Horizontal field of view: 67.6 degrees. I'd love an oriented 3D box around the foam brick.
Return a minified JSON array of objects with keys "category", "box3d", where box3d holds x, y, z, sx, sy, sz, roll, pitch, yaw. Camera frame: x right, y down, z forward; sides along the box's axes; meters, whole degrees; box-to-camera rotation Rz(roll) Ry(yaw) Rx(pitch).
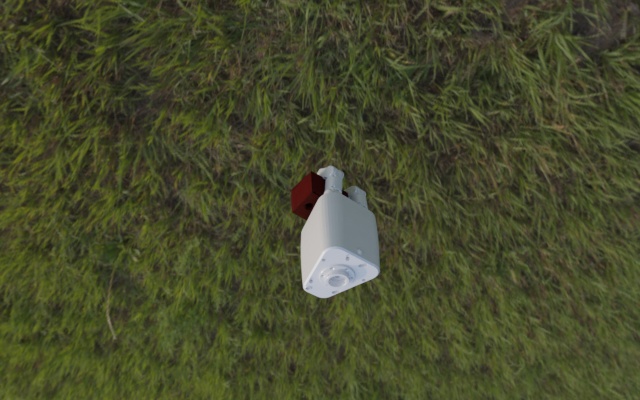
[{"category":"foam brick","box3d":[0.000,0.002,0.741,0.078,0.051,0.053,29,-55,-26]}]
